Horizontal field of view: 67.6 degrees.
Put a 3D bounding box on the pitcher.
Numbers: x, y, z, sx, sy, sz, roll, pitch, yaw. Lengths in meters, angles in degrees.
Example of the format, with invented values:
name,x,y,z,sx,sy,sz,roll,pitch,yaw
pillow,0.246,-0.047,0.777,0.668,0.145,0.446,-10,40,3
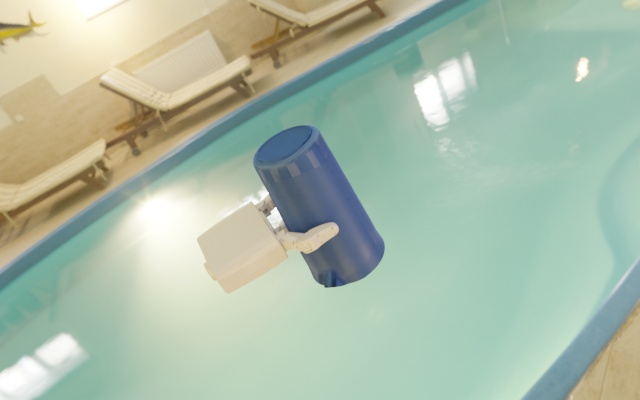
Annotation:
name,x,y,z,sx,sy,sz,roll,pitch,yaw
pitcher,0.000,0.003,0.750,0.145,0.243,0.149,-33,30,-8
